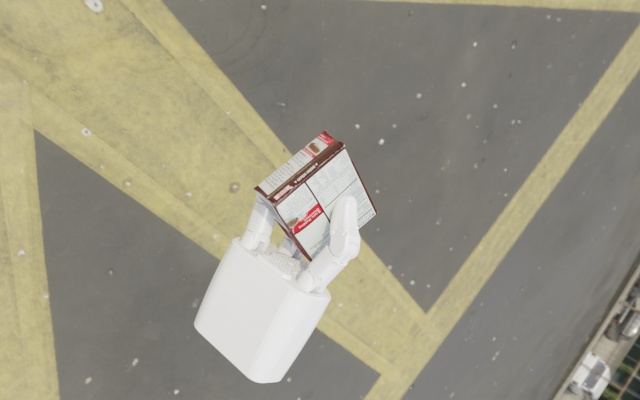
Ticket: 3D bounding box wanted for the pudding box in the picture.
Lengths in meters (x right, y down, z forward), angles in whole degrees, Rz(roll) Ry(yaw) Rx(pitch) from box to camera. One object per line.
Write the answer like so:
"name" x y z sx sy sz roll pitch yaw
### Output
"pudding box" 0.000 0.002 0.472 0.039 0.090 0.114 40 -13 41
